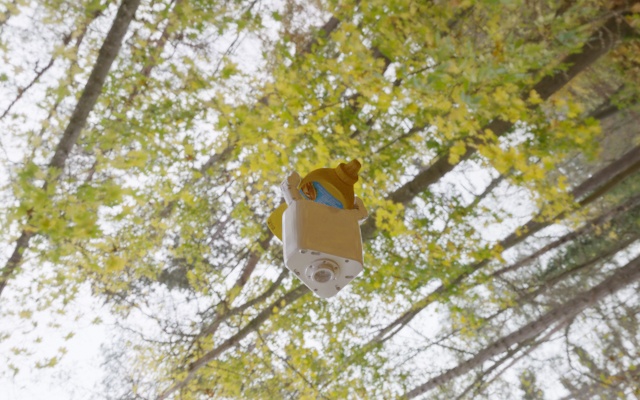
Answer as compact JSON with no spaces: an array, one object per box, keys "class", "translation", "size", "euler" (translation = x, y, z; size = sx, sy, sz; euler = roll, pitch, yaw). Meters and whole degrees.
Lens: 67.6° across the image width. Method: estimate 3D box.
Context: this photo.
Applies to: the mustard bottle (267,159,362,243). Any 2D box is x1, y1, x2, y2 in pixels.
[{"class":"mustard bottle","translation":[0.000,0.003,0.800],"size":[0.192,0.096,0.058],"euler":[-47,3,27]}]
